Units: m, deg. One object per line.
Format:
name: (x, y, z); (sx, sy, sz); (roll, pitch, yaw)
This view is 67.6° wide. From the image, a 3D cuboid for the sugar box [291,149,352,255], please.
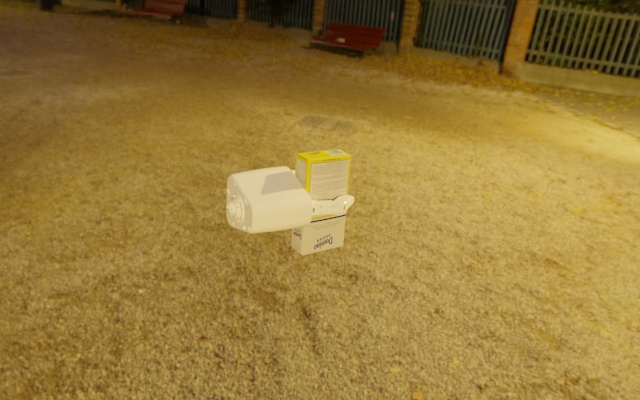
sugar box: (0.000, 0.002, 0.839); (0.093, 0.176, 0.048); (-9, 27, -32)
